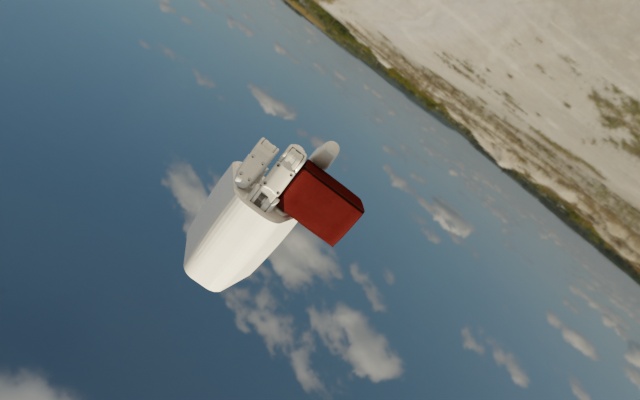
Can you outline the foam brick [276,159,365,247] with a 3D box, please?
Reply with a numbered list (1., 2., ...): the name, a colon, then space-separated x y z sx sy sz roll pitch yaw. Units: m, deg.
1. foam brick: 0.000 0.002 0.509 0.078 0.051 0.053 37 12 -7
